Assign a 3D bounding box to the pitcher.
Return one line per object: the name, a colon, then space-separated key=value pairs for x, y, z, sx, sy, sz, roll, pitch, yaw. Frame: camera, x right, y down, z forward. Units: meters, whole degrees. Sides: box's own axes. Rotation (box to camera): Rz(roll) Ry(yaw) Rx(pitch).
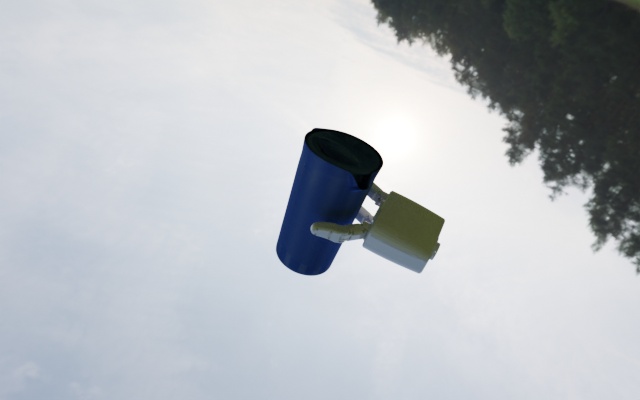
pitcher: x=0.000 y=0.003 z=0.825 sx=0.145 sy=0.243 sz=0.149 roll=26 pitch=32 yaw=7
